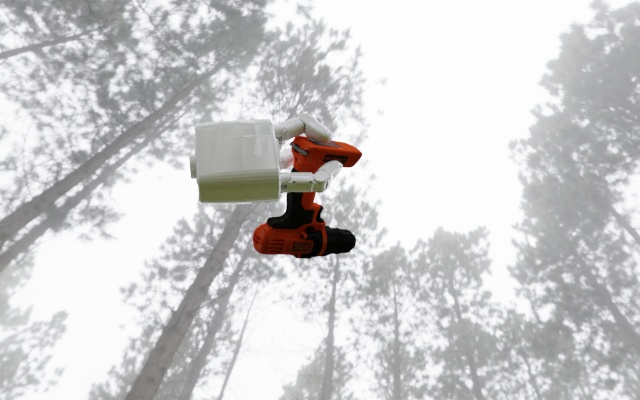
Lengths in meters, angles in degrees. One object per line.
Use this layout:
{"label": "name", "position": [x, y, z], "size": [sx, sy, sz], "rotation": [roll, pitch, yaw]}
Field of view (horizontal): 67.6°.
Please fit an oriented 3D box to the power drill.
{"label": "power drill", "position": [0.000, 0.002, 0.731], "size": [0.184, 0.188, 0.057], "rotation": [3, 21, -36]}
